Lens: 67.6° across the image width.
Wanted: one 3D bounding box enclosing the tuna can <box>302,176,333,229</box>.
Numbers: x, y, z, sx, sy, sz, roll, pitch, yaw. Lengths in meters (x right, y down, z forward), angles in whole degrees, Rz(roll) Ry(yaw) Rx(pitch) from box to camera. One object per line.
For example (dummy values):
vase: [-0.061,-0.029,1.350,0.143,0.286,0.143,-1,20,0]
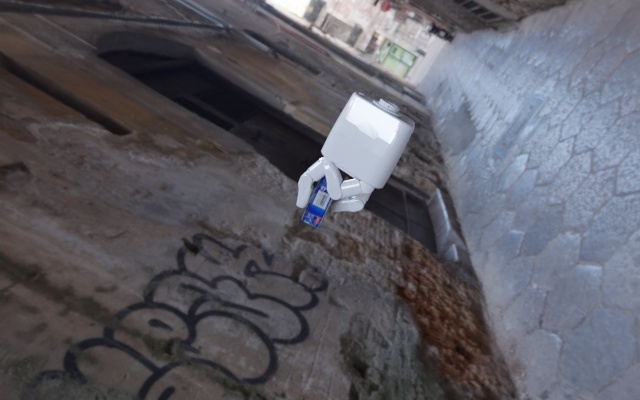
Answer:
tuna can: [0.000,0.002,0.804,0.034,0.086,0.086,25,0,0]
